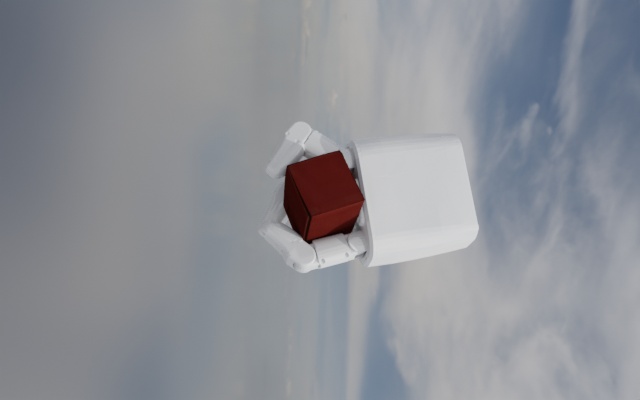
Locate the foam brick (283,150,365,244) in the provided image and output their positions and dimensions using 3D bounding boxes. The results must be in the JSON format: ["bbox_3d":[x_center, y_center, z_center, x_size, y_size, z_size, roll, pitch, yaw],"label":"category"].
[{"bbox_3d":[0.000,0.001,0.425,0.051,0.053,0.078,-17,-23,-15],"label":"foam brick"}]
